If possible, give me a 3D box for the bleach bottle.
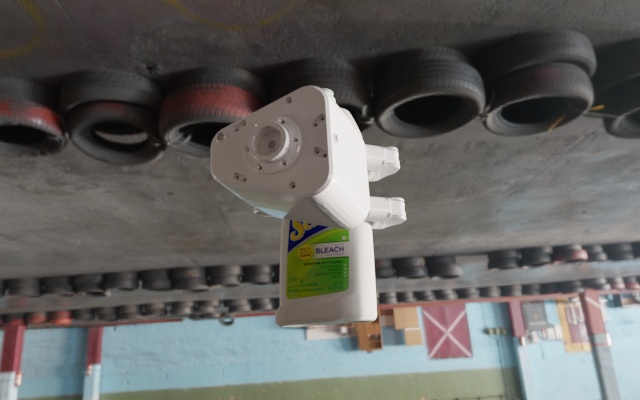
[{"bbox_3d":[0.000,0.002,0.505,0.102,0.250,0.068,-9,-17,18],"label":"bleach bottle"}]
